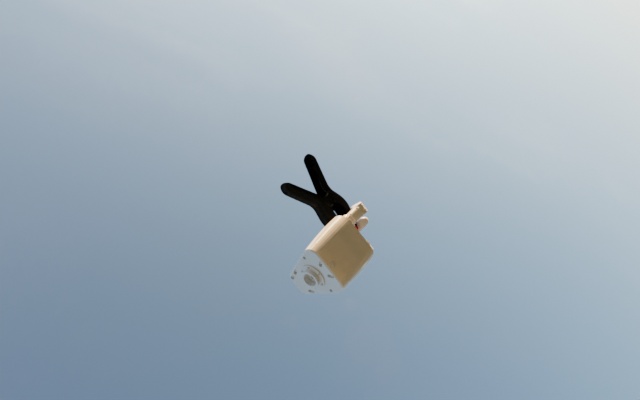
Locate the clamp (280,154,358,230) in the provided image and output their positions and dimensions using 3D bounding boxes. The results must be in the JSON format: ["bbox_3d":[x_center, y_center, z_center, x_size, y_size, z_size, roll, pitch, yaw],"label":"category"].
[{"bbox_3d":[0.000,0.003,0.883,0.039,0.171,0.120,-35,5,46],"label":"clamp"}]
